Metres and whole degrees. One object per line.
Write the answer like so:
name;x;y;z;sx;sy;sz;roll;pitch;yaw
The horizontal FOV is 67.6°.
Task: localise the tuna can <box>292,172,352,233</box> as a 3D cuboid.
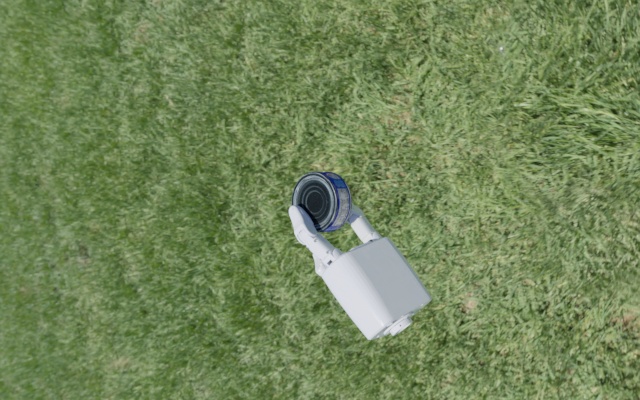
tuna can;0.000;0.002;0.667;0.086;0.086;0.034;0;1;40
